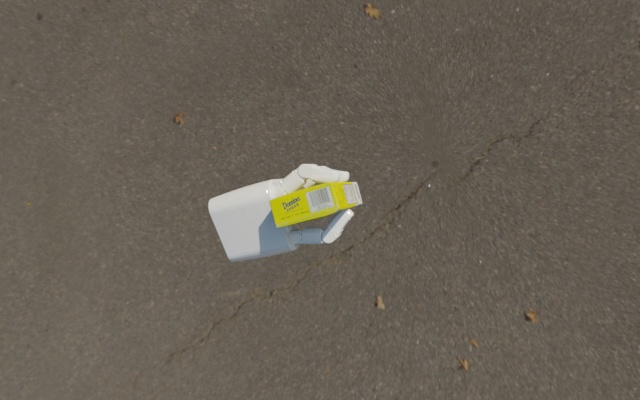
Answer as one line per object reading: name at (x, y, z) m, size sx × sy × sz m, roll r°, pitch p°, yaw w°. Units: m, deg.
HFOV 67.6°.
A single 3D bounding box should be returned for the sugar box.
sugar box at (0.000, 0.002, 0.712) m, size 0.093 × 0.048 × 0.176 m, roll -15°, pitch 1°, yaw 14°
